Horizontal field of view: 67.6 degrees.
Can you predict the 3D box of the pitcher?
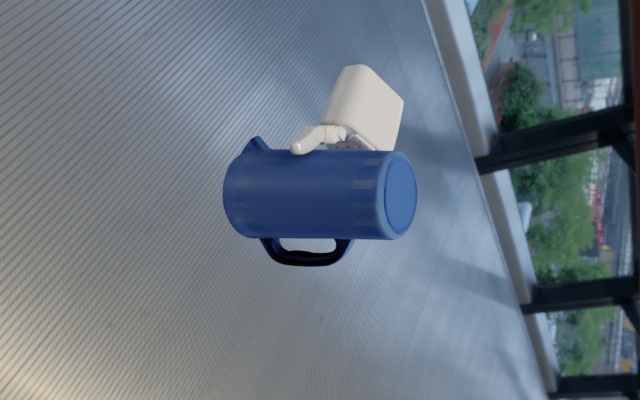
[{"bbox_3d":[0.000,0.002,0.639,0.243,0.145,0.149,2,-30,35],"label":"pitcher"}]
